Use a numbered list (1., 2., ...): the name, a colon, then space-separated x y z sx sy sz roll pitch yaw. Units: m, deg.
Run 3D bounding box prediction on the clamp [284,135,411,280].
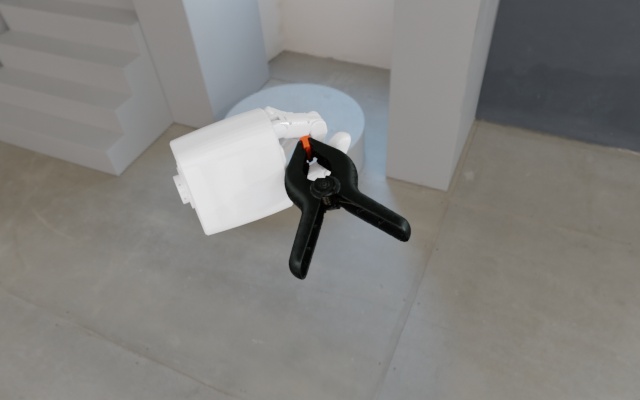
1. clamp: 0.000 0.001 0.492 0.120 0.039 0.171 -23 49 -14
